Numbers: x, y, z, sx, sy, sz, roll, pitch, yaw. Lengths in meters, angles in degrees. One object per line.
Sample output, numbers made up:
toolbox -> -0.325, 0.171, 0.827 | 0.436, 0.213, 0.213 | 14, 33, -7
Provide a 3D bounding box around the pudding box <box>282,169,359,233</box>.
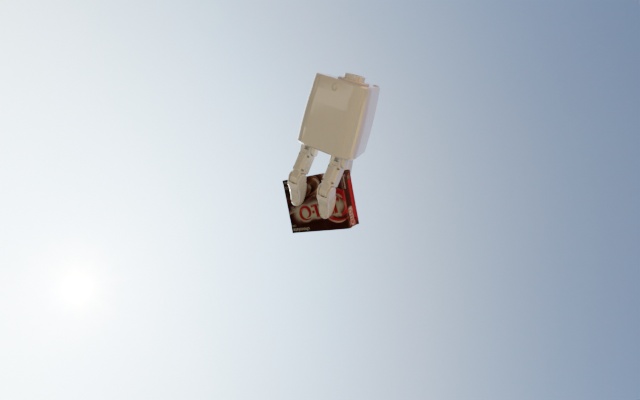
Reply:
pudding box -> 0.000, 0.002, 0.762 | 0.113, 0.090, 0.039 | -7, 5, 35
